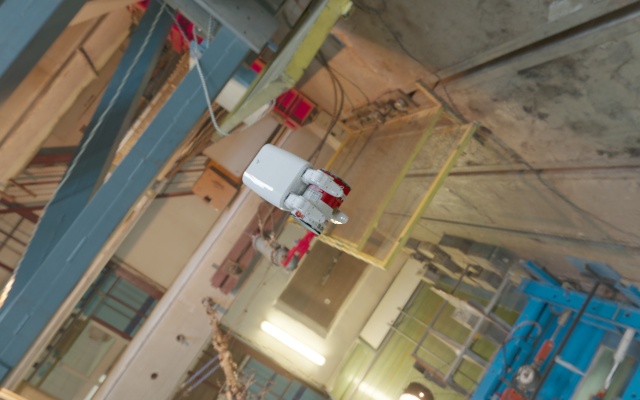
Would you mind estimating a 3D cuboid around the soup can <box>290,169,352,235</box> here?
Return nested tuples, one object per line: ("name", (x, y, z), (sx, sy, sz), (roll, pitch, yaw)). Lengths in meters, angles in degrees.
("soup can", (0.000, 0.003, 0.862), (0.068, 0.102, 0.068), (34, -7, 5))
